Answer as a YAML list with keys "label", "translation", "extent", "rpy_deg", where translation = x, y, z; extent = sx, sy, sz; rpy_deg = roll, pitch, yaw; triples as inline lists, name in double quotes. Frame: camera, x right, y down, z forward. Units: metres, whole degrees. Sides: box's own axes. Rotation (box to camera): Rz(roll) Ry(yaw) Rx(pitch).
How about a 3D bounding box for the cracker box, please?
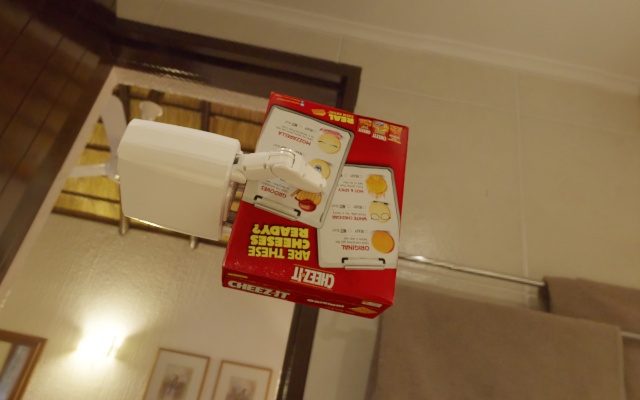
- label: "cracker box"
  translation: [0.000, 0.001, 0.510]
  extent: [0.164, 0.213, 0.072]
  rpy_deg: [13, -29, -5]
